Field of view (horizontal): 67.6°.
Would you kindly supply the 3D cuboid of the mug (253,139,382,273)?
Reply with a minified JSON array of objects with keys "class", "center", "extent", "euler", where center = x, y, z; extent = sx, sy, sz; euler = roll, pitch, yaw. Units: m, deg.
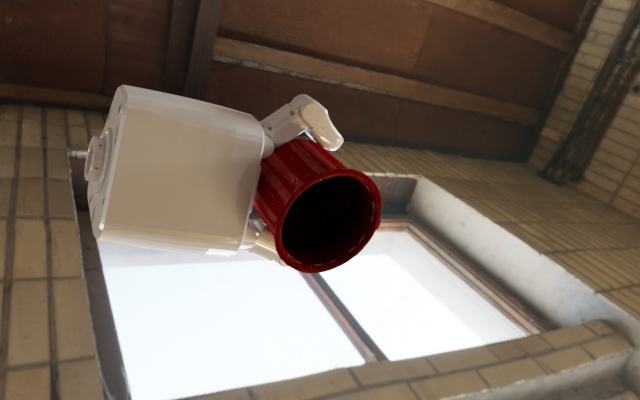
[{"class":"mug","center":[0.001,0.001,0.405],"extent":[0.117,0.093,0.081],"euler":[11,22,-34]}]
